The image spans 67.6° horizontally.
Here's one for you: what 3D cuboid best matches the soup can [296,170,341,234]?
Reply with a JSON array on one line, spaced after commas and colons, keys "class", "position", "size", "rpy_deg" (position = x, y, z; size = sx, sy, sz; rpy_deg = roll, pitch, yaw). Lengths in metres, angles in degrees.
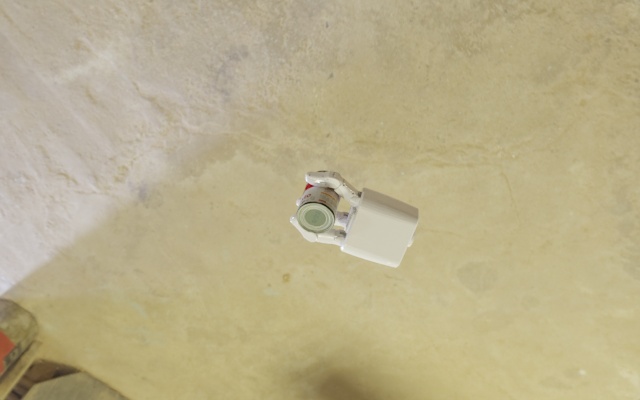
[{"class": "soup can", "position": [0.000, 0.003, 0.827], "size": [0.068, 0.068, 0.102], "rpy_deg": [0, 34, 12]}]
